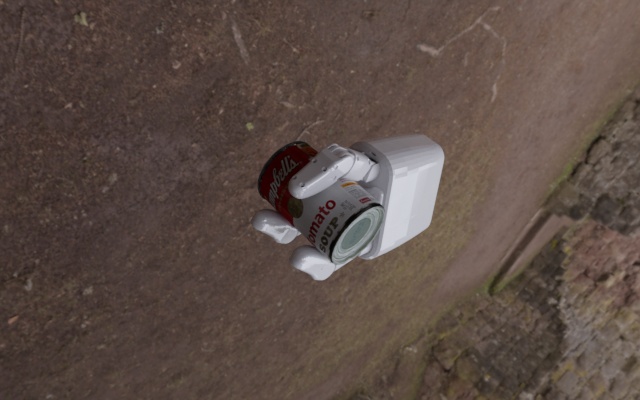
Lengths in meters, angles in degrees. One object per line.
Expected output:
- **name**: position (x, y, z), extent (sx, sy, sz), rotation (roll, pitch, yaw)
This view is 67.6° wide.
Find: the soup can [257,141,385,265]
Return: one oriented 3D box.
- **soup can**: position (0.000, 0.002, 0.434), extent (0.102, 0.068, 0.068), rotation (42, 22, 28)
